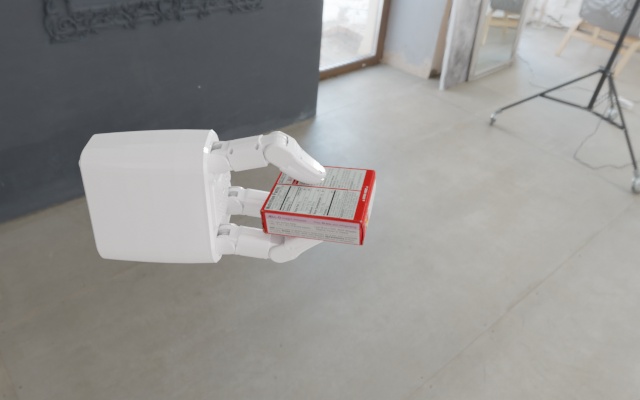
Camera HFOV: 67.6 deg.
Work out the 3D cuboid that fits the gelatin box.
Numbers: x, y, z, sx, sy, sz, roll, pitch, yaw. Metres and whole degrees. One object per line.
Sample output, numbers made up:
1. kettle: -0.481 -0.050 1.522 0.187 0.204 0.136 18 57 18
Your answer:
1. gelatin box: 0.000 0.001 0.421 0.089 0.030 0.073 5 40 13
